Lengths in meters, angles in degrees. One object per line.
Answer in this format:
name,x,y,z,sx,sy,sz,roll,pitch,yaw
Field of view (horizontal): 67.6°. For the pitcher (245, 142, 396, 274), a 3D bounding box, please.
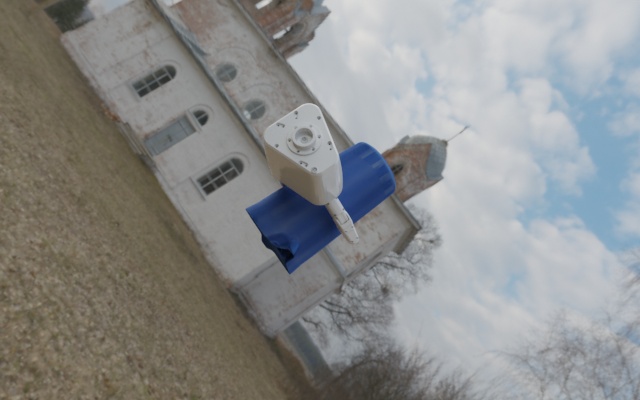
pitcher,0.000,0.003,0.826,0.243,0.149,0.145,-34,-22,-9
